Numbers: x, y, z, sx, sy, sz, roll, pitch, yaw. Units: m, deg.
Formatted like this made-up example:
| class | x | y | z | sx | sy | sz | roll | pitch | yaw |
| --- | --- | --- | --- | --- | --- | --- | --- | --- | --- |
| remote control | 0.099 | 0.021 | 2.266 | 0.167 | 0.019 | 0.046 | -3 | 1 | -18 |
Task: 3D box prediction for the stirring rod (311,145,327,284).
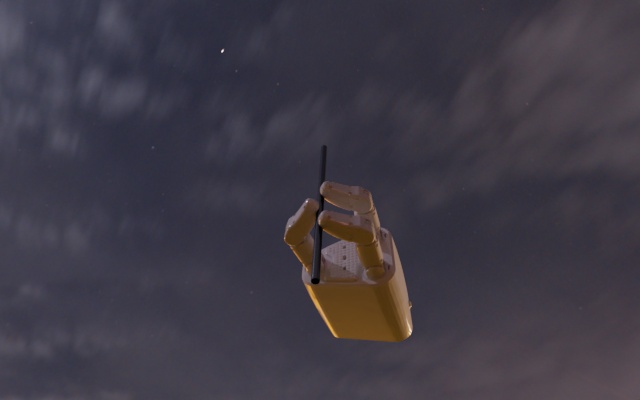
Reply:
| class | x | y | z | sx | sy | sz | roll | pitch | yaw |
| --- | --- | --- | --- | --- | --- | --- | --- | --- | --- |
| stirring rod | 0.000 | 0.002 | 0.520 | 0.011 | 0.011 | 0.239 | 0 | 36 | 3 |
